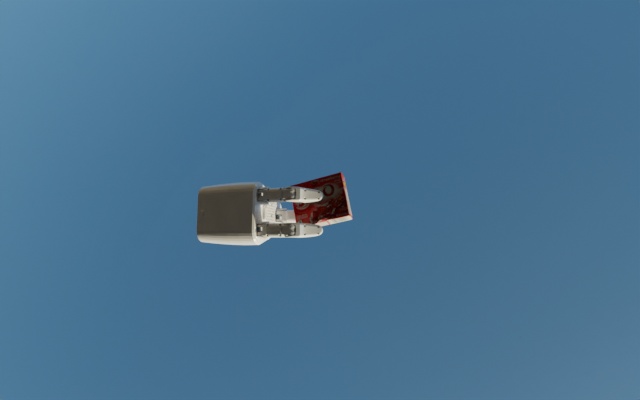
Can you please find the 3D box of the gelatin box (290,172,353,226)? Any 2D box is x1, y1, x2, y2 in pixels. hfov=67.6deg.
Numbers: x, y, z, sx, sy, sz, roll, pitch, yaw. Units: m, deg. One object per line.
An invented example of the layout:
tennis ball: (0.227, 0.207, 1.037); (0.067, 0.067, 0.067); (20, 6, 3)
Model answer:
gelatin box: (0.001, 0.003, 0.760); (0.089, 0.073, 0.030); (-14, -18, 11)
